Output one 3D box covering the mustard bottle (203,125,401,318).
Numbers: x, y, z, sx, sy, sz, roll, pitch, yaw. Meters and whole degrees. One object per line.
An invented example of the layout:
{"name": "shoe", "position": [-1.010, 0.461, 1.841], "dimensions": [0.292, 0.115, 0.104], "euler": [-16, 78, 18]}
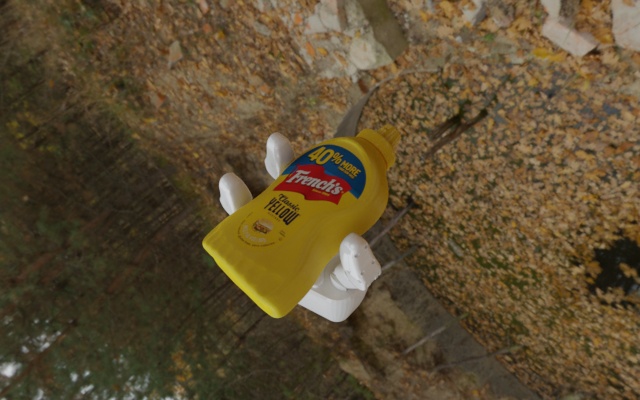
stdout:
{"name": "mustard bottle", "position": [0.000, 0.001, 0.404], "dimensions": [0.096, 0.191, 0.058], "euler": [32, -22, 40]}
